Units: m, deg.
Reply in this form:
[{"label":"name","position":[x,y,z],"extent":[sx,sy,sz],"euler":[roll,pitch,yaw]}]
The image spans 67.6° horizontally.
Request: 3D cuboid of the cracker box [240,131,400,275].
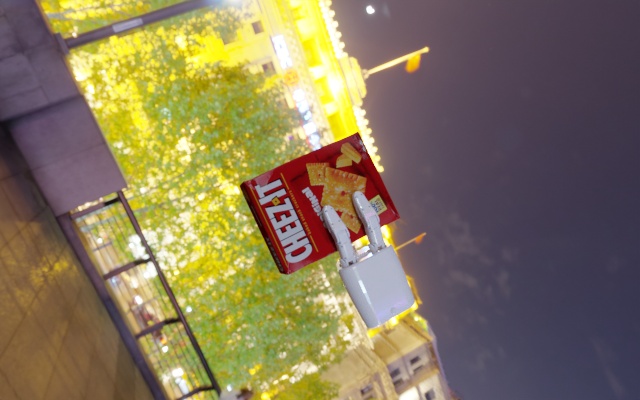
[{"label":"cracker box","position":[0.000,0.003,0.786],"extent":[0.213,0.164,0.072],"euler":[-25,1,-16]}]
